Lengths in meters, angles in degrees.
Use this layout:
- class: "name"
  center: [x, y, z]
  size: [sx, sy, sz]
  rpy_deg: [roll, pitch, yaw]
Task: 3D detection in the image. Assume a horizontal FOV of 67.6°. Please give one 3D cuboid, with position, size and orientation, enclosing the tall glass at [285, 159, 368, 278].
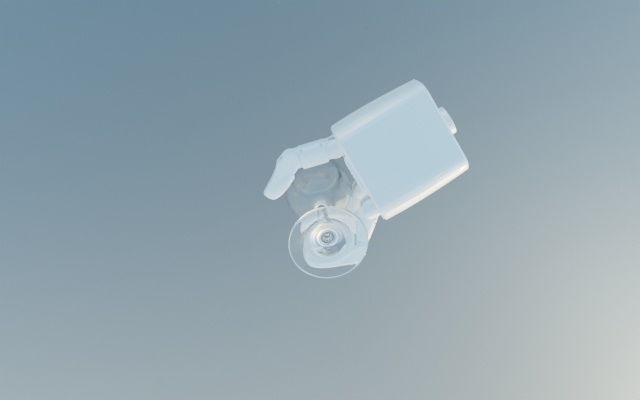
- class: "tall glass"
  center: [0.000, 0.002, 0.529]
  size: [0.079, 0.079, 0.201]
  rpy_deg: [0, 22, -5]
